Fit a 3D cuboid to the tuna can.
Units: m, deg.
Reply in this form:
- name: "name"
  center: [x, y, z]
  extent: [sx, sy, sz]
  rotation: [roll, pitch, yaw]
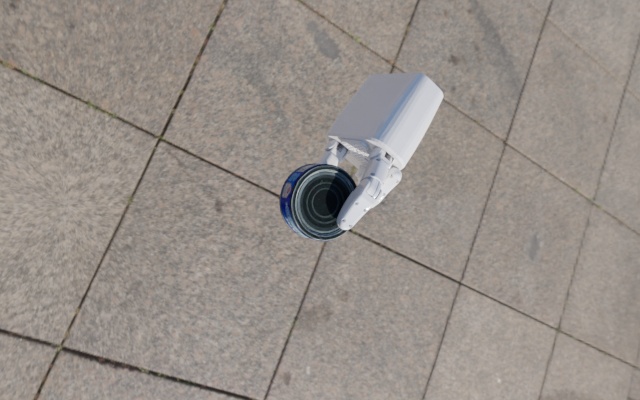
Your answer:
- name: "tuna can"
  center: [0.000, 0.002, 0.530]
  extent: [0.086, 0.086, 0.034]
  rotation: [0, 4, -25]
